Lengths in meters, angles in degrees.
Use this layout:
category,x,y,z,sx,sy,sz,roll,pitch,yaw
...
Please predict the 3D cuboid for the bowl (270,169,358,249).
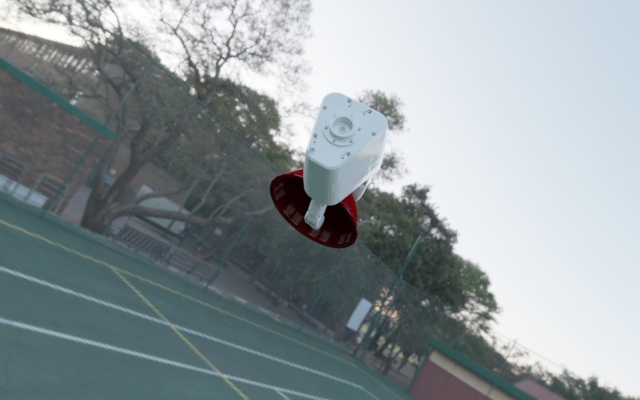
category,x,y,z,sx,sy,sz,roll,pitch,yaw
bowl,0.000,0.003,0.761,0.162,0.162,0.055,0,43,45
